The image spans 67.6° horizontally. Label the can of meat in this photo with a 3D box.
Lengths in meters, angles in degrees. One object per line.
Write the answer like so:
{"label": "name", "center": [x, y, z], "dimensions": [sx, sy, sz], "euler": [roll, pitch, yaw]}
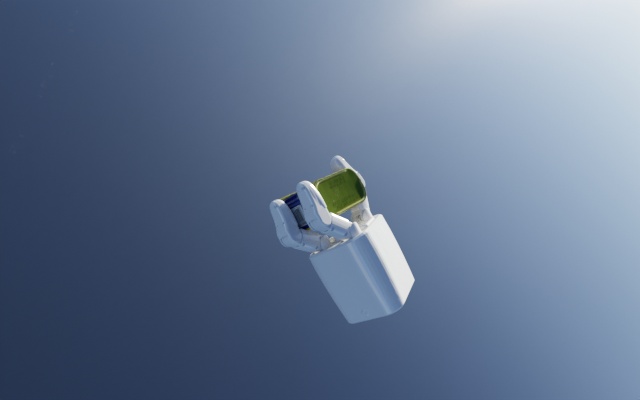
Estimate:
{"label": "can of meat", "center": [0.000, 0.002, 0.635], "dimensions": [0.084, 0.057, 0.102], "euler": [-27, 0, 42]}
